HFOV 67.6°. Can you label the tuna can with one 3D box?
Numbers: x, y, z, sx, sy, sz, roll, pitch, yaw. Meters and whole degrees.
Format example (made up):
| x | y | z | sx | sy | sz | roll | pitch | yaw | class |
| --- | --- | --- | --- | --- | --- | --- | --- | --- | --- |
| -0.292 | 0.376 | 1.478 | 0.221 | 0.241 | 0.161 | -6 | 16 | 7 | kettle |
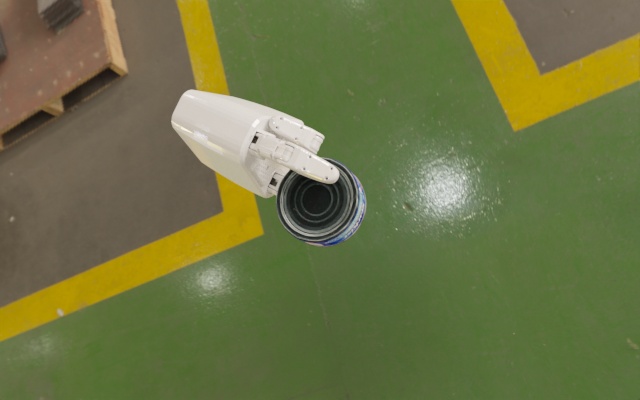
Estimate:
| x | y | z | sx | sy | sz | roll | pitch | yaw | class |
| --- | --- | --- | --- | --- | --- | --- | --- | --- | --- |
| 0.000 | 0.001 | 0.470 | 0.086 | 0.086 | 0.034 | 0 | -12 | 17 | tuna can |
